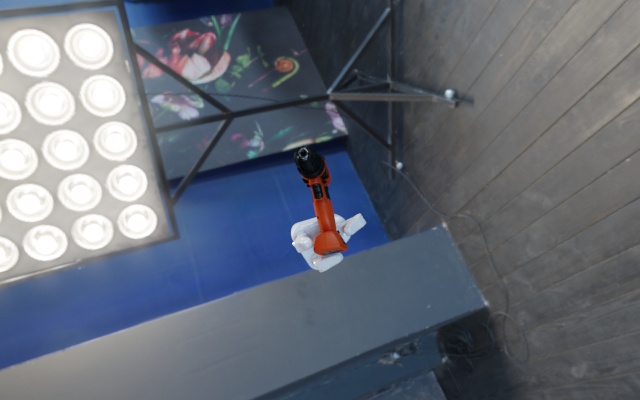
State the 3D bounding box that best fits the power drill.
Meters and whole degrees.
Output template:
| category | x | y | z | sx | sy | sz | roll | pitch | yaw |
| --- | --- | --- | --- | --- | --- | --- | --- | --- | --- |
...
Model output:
| category | x | y | z | sx | sy | sz | roll | pitch | yaw |
| --- | --- | --- | --- | --- | --- | --- | --- | --- | --- |
| power drill | 0.000 | 0.003 | 0.879 | 0.057 | 0.187 | 0.184 | -12 | -13 | 9 |
